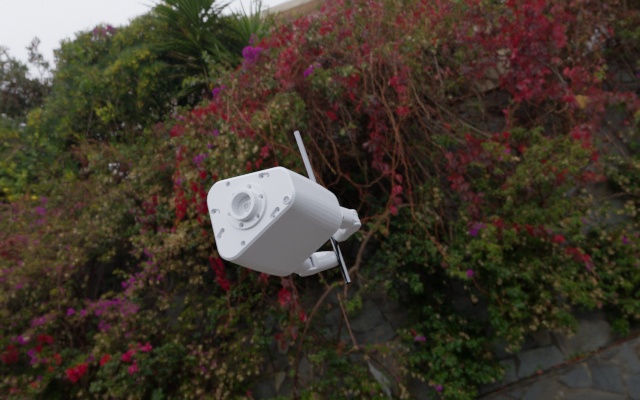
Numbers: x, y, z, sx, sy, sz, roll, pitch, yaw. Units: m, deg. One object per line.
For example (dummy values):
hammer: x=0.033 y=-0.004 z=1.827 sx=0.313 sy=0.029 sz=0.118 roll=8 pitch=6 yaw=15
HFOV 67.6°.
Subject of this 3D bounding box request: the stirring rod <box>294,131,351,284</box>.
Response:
stirring rod: x=0.000 y=0.002 z=0.659 sx=0.011 sy=0.239 sz=0.011 roll=-16 pitch=-25 yaw=-7
